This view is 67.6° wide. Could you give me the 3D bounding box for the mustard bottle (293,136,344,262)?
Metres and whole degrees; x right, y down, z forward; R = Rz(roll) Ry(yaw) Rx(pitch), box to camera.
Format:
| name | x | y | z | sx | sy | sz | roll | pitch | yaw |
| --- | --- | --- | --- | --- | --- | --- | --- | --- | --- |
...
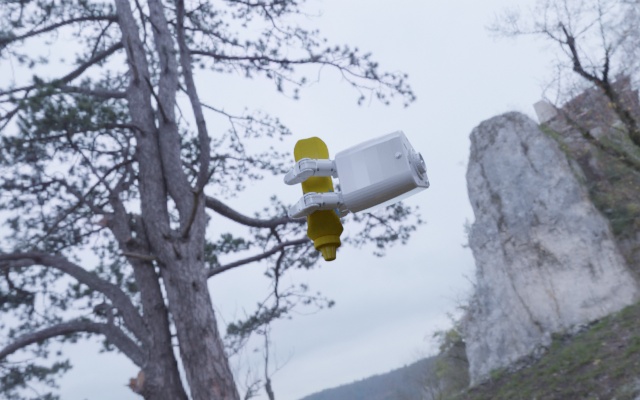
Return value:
| name | x | y | z | sx | sy | sz | roll | pitch | yaw |
| --- | --- | --- | --- | --- | --- | --- | --- | --- | --- |
| mustard bottle | 0.000 | 0.002 | 0.751 | 0.058 | 0.191 | 0.096 | -11 | -23 | 1 |
